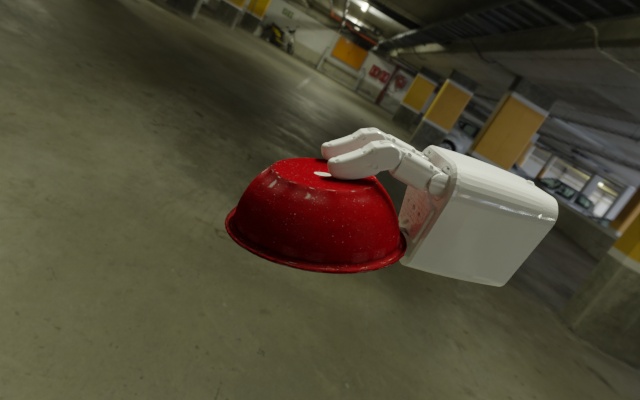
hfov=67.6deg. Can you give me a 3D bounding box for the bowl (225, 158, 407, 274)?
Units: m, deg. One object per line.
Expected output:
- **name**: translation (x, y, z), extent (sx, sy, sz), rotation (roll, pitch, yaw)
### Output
- **bowl**: translation (-0.001, 0.001, 0.415), extent (0.162, 0.055, 0.162), rotation (7, 20, -3)
